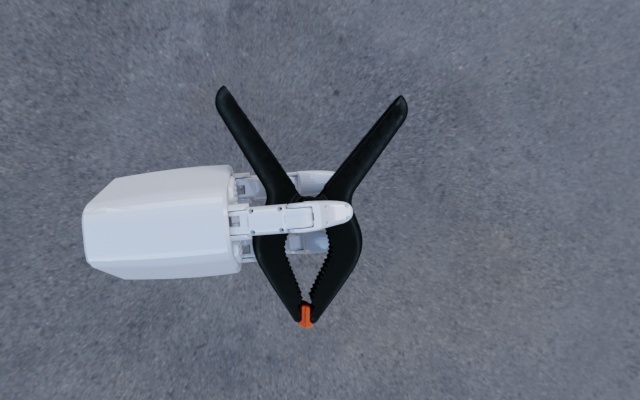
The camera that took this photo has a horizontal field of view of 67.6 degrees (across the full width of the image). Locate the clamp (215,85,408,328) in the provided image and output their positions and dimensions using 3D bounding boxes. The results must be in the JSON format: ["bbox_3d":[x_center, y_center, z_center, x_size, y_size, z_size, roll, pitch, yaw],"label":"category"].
[{"bbox_3d":[0.000,0.002,0.412,0.164,0.210,0.036,-5,2,-3],"label":"clamp"}]
